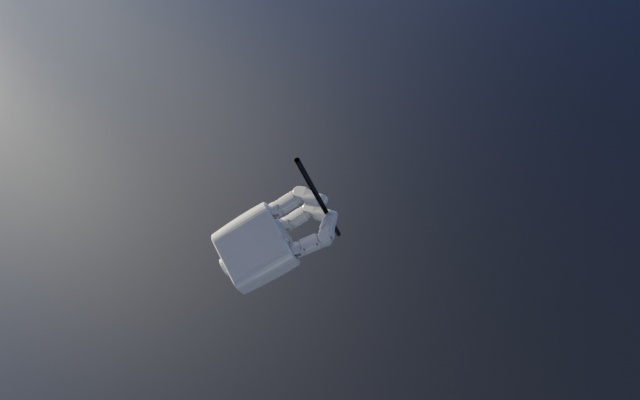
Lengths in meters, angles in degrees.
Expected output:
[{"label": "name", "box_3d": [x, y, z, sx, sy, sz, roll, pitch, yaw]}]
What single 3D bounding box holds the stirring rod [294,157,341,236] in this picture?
[{"label": "stirring rod", "box_3d": [0.000, 0.003, 0.752, 0.011, 0.011, 0.240, 0, -29, 18]}]
